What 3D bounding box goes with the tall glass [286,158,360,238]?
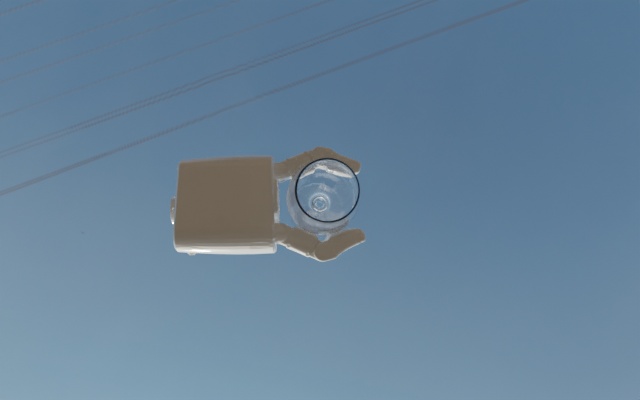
[{"bbox_3d":[0.000,0.002,0.545,0.079,0.079,0.201,0,-7,-4],"label":"tall glass"}]
